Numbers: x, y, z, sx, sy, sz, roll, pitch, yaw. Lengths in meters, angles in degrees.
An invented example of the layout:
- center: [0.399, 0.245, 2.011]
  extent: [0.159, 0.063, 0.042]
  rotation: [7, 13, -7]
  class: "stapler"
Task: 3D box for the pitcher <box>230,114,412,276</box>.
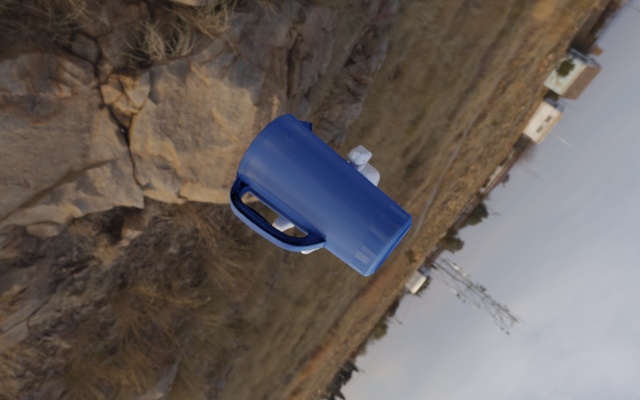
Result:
- center: [0.000, 0.002, 0.686]
  extent: [0.243, 0.149, 0.145]
  rotation: [38, 17, 12]
  class: "pitcher"
